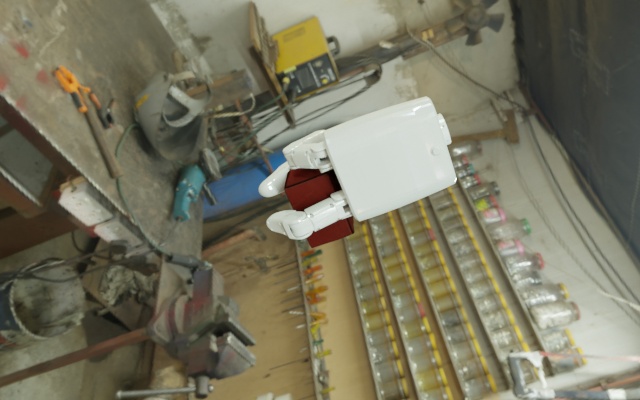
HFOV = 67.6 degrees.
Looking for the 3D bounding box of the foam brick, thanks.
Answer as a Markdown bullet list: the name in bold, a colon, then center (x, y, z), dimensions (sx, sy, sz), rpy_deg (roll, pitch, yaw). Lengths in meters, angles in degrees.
- **foam brick**: center (0.000, 0.002, 0.517), dimensions (0.051, 0.078, 0.053), rpy_deg (-20, 23, 9)
